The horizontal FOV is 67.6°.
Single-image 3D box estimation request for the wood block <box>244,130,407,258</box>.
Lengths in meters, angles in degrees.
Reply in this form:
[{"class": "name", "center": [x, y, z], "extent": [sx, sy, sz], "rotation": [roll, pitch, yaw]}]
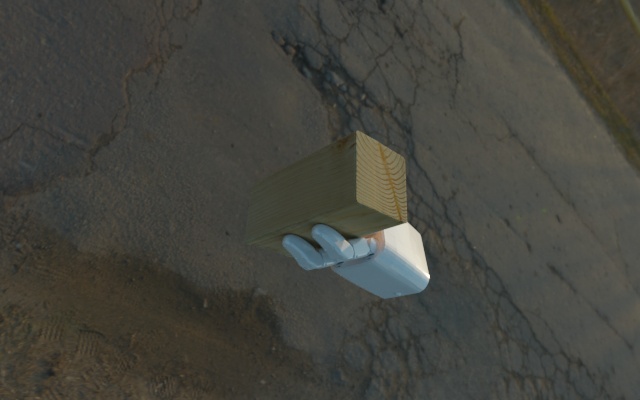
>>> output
[{"class": "wood block", "center": [0.000, 0.002, 0.612], "extent": [0.090, 0.090, 0.206], "rotation": [23, -31, -38]}]
